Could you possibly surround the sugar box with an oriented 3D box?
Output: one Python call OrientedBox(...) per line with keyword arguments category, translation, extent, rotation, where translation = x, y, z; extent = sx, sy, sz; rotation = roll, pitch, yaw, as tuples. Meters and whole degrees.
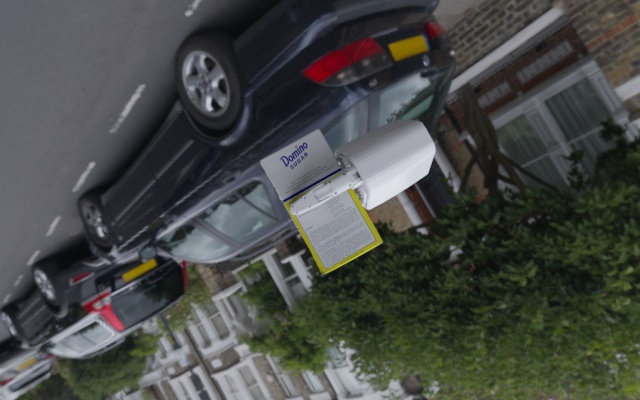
OrientedBox(category="sugar box", translation=(0.000, 0.002, 0.651), extent=(0.093, 0.176, 0.048), rotation=(-29, -3, -5))
